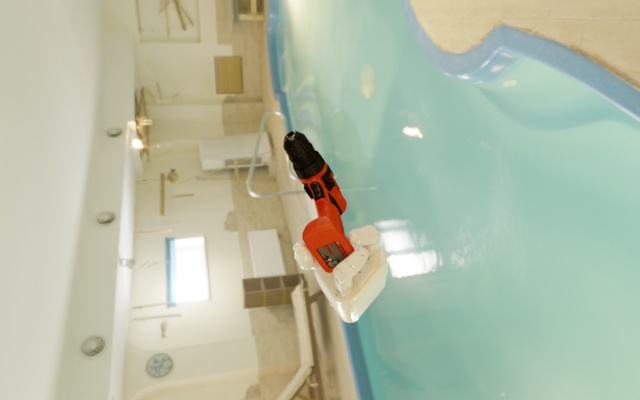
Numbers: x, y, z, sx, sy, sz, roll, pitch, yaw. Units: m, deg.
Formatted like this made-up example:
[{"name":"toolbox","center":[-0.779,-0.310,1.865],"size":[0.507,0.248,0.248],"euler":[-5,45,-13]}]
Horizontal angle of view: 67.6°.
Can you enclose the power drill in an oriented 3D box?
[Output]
[{"name":"power drill","center":[0.000,0.003,0.737],"size":[0.057,0.187,0.184],"euler":[-24,-50,14]}]
